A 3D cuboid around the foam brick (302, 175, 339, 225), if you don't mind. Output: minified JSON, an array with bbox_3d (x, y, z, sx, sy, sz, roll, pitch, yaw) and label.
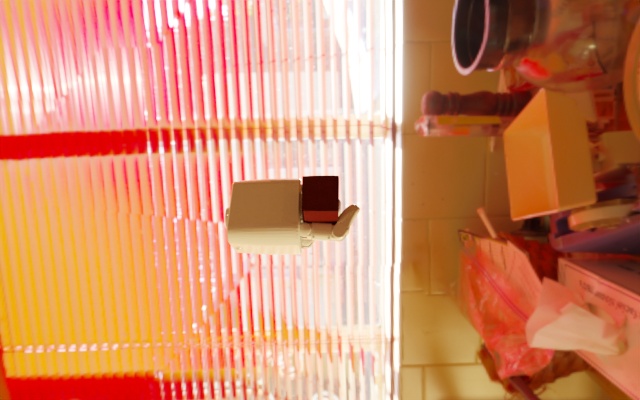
[{"bbox_3d":[0.000,0.002,0.681,0.051,0.053,0.078,1,-20,1],"label":"foam brick"}]
